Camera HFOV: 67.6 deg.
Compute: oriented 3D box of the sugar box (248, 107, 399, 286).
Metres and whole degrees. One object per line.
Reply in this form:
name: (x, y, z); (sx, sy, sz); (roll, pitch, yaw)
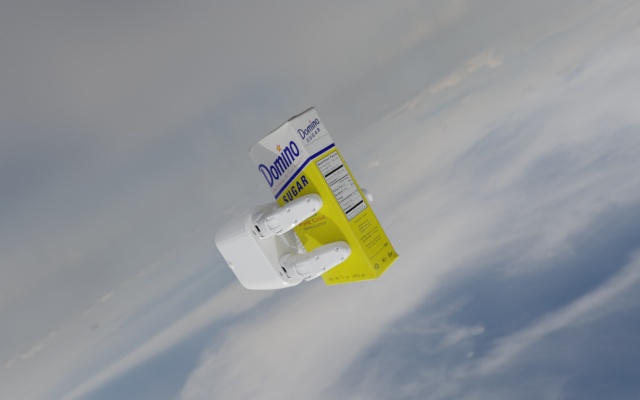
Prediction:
sugar box: (0.000, 0.002, 0.497); (0.048, 0.176, 0.093); (-38, 9, -36)
